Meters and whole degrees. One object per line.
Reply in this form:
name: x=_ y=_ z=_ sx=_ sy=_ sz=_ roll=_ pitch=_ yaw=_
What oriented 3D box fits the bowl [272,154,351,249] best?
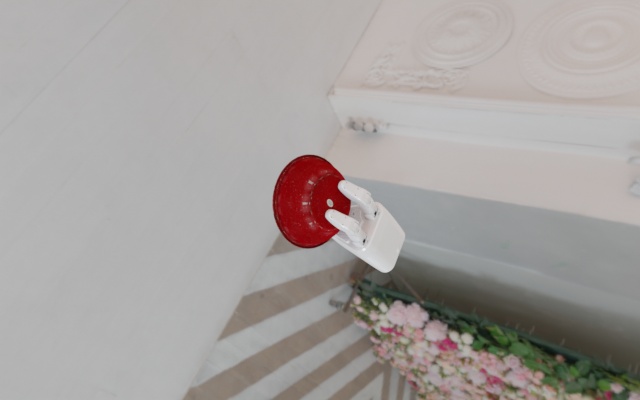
bowl: x=-0.001 y=0.002 z=0.796 sx=0.162 sy=0.162 sz=0.055 roll=0 pitch=2 yaw=-41
